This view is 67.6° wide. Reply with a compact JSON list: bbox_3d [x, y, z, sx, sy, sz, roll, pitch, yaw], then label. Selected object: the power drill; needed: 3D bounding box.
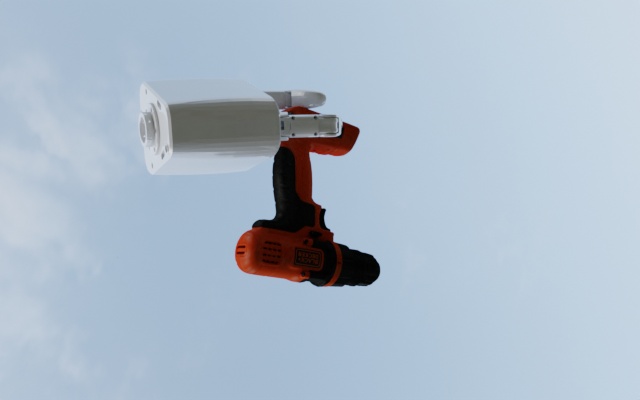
[{"bbox_3d":[0.000,0.001,0.537,0.184,0.187,0.057,14,-17,-36],"label":"power drill"}]
